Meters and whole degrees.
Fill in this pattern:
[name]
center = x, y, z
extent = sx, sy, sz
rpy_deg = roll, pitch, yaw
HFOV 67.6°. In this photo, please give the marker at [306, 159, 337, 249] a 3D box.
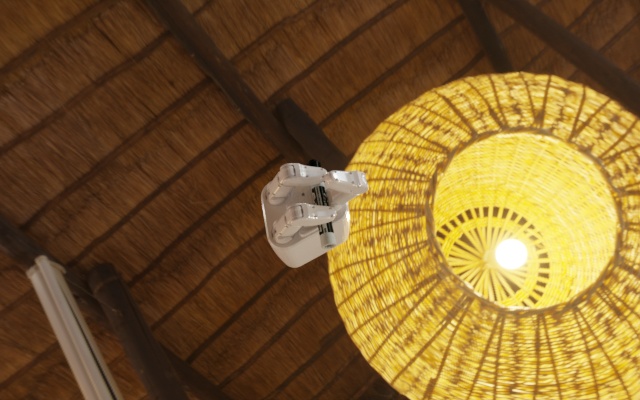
[marker]
center = 0.000, 0.002, 0.604
extent = 0.020, 0.121, 0.020
rpy_deg = -9, -24, -4
